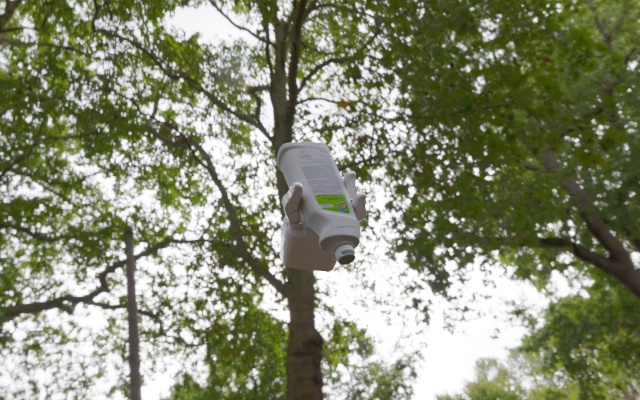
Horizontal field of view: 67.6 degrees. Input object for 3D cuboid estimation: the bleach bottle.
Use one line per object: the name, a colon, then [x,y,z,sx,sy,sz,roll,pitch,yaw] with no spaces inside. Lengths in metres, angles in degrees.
bleach bottle: [0.000,0.003,0.824,0.102,0.250,0.068,-4,-42,-19]
